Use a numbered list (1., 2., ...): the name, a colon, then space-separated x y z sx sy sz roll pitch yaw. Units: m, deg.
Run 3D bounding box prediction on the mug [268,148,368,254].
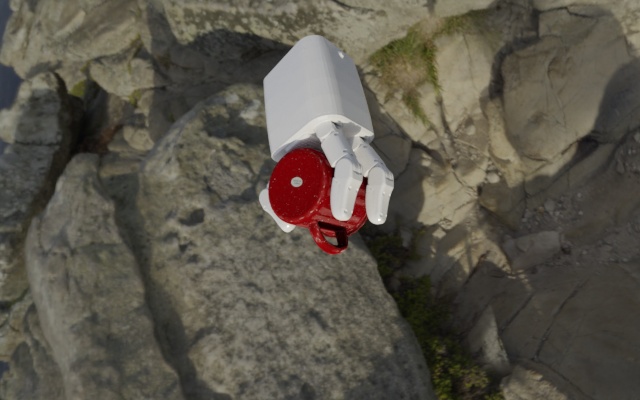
1. mug: 0.000 0.003 0.514 0.093 0.117 0.081 -24 -24 32
